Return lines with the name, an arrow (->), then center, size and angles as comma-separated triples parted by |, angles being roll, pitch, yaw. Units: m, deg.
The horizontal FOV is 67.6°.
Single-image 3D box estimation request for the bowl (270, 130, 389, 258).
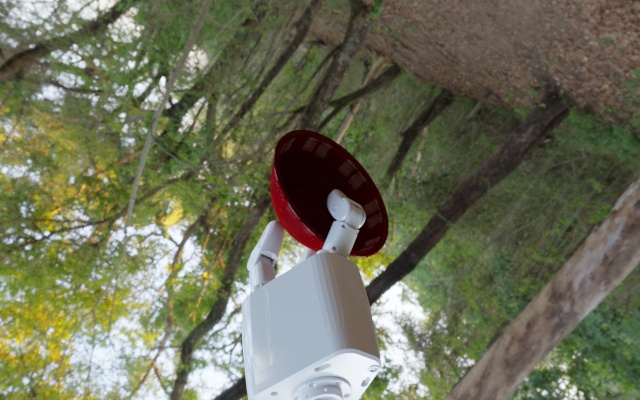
bowl -> 0.000, 0.001, 0.531 | 0.162, 0.162, 0.055 | 0, -31, -47
